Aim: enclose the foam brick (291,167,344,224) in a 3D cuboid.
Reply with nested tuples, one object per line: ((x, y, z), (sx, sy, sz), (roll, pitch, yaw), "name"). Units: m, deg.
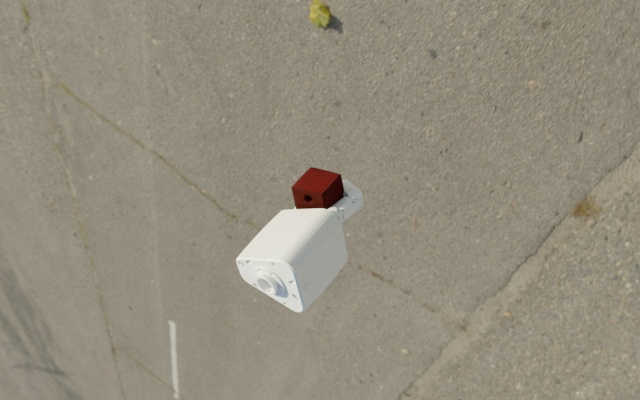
((0.000, 0.002, 0.673), (0.053, 0.078, 0.051), (14, 42, 32), "foam brick")
